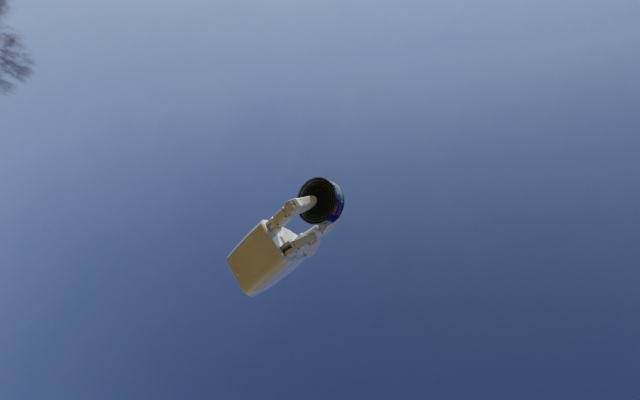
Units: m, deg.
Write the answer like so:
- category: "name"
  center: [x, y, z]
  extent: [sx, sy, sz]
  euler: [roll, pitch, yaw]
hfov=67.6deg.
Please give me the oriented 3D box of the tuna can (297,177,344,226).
- category: "tuna can"
  center: [0.001, 0.003, 0.866]
  extent: [0.086, 0.086, 0.034]
  euler: [0, -10, 35]
